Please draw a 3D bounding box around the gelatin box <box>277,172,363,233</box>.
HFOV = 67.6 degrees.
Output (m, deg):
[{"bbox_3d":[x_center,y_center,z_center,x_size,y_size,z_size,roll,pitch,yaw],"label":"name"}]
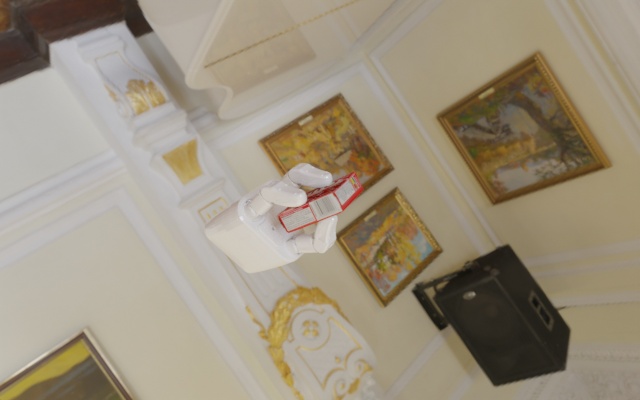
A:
[{"bbox_3d":[0.001,0.002,0.595,0.089,0.030,0.073,-23,10,32],"label":"gelatin box"}]
